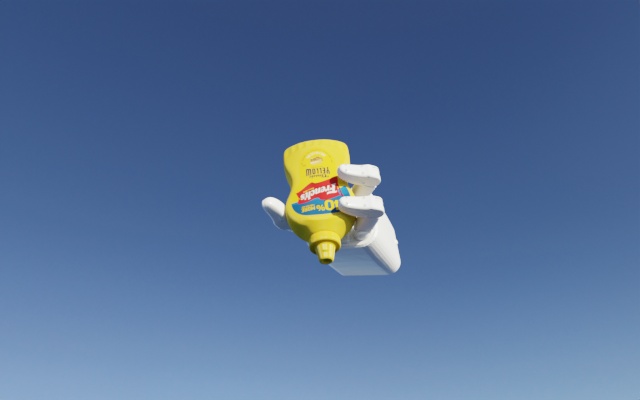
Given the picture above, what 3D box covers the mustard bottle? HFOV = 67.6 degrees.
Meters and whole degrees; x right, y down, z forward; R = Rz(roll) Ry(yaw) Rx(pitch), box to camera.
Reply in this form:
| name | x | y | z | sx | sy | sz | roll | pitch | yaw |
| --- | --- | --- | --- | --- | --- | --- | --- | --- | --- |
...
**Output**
| name | x | y | z | sx | sy | sz | roll | pitch | yaw |
| --- | --- | --- | --- | --- | --- | --- | --- | --- | --- |
| mustard bottle | 0.000 | 0.002 | 0.654 | 0.096 | 0.191 | 0.058 | -5 | -38 | -1 |
